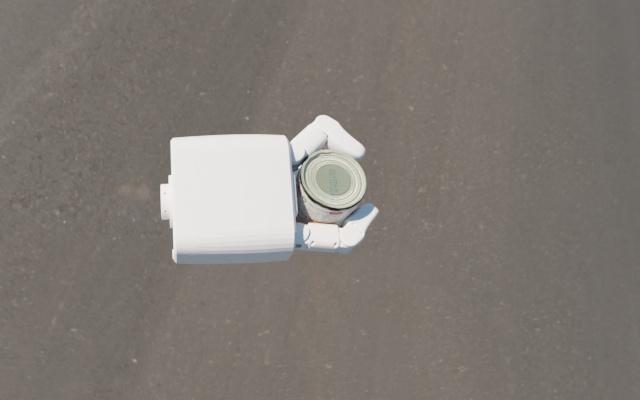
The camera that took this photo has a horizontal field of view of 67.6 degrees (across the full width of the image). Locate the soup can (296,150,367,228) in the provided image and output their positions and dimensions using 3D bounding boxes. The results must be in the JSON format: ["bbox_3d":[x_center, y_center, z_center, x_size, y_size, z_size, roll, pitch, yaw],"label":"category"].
[{"bbox_3d":[0.001,0.002,0.493,0.068,0.068,0.102,0,-27,-16],"label":"soup can"}]
